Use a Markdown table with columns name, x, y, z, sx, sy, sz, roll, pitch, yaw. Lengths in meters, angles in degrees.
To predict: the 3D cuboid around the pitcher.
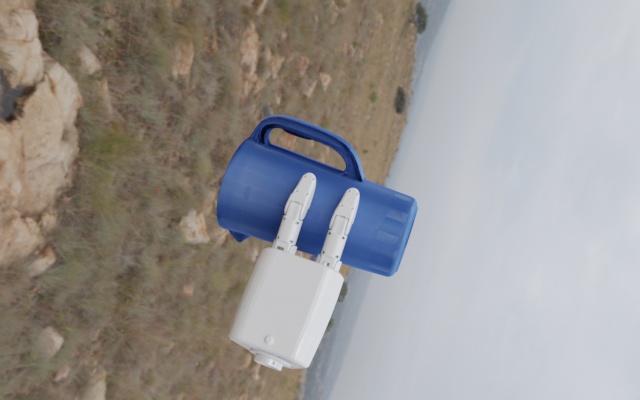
| name | x | y | z | sx | sy | sz | roll | pitch | yaw |
| --- | --- | --- | --- | --- | --- | --- | --- | --- | --- |
| pitcher | 0.000 | 0.002 | 0.625 | 0.243 | 0.145 | 0.149 | 18 | -27 | 9 |
